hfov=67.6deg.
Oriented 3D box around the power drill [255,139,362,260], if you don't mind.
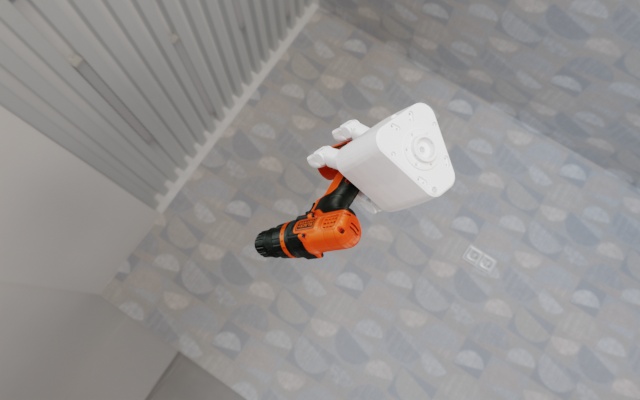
[{"bbox_3d":[0.000,0.002,0.689,0.184,0.187,0.057,-11,-48,41],"label":"power drill"}]
